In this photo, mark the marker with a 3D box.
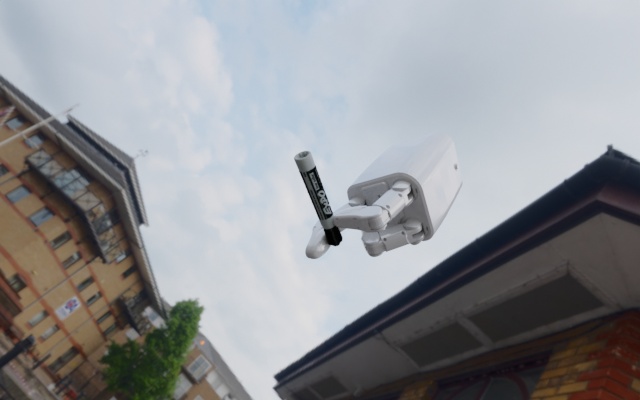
[{"bbox_3d":[0.000,0.002,0.523,0.020,0.121,0.020,-16,30,10],"label":"marker"}]
